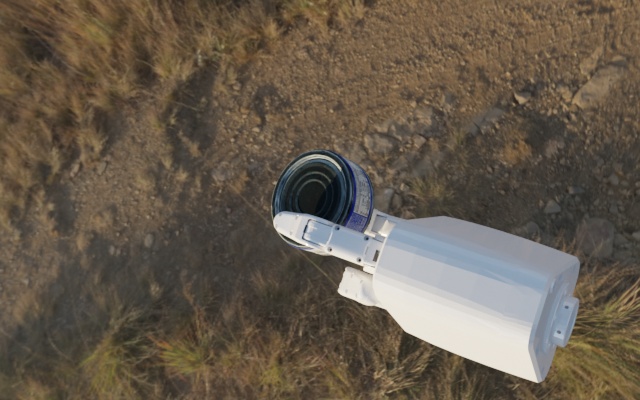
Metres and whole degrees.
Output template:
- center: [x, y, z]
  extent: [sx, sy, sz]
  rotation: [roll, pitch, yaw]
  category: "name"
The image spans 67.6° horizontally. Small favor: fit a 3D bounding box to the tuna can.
- center: [0.000, 0.001, 0.401]
  extent: [0.086, 0.086, 0.034]
  rotation: [0, -13, 37]
  category: "tuna can"
